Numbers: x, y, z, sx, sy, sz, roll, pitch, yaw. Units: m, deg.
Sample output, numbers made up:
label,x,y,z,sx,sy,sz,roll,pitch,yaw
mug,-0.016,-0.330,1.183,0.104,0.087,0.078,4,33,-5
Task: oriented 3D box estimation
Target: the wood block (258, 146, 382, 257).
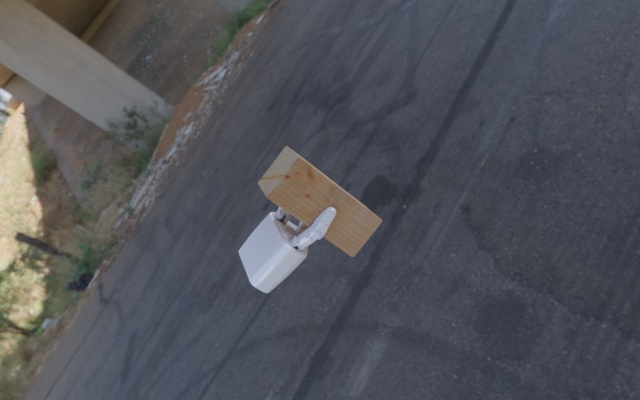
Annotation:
label,x,y,z,sx,sy,sz,roll,pitch,yaw
wood block,0.000,0.003,0.872,0.206,0.090,0.090,36,5,-26
